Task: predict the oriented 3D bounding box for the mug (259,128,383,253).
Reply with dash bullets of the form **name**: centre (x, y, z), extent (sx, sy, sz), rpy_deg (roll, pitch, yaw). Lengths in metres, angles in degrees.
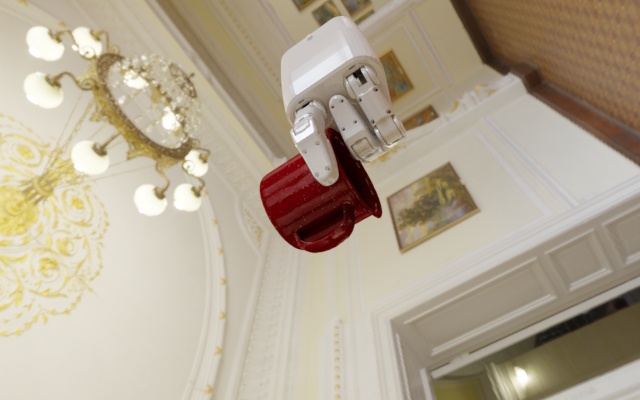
- **mug**: centre (0.000, 0.002, 0.429), extent (0.081, 0.117, 0.093), rpy_deg (-30, -51, 16)
